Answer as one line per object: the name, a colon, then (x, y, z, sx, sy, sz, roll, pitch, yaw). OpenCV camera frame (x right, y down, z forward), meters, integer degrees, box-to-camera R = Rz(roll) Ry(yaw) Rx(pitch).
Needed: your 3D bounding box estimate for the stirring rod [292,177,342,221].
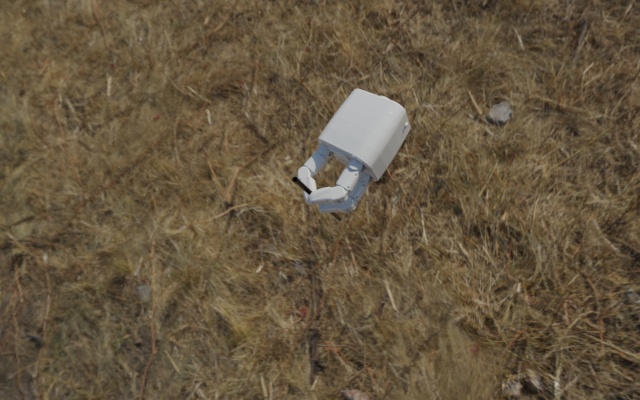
stirring rod: (0.000, 0.002, 0.777, 0.011, 0.011, 0.239, 0, -16, 18)
